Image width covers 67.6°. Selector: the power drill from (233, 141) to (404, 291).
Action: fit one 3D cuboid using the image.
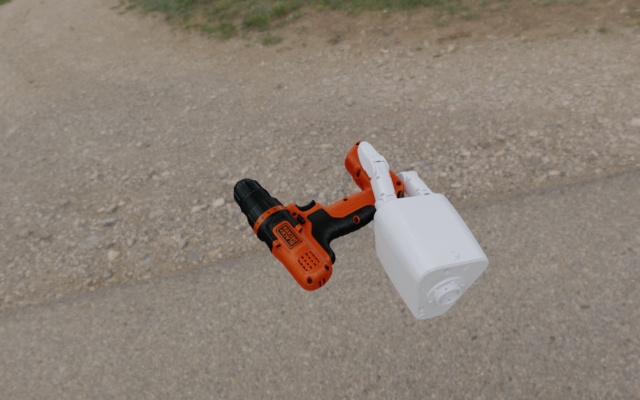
[{"bbox_3d":[0.001,0.002,0.625,0.187,0.184,0.057,-35,-26,-15],"label":"power drill"}]
